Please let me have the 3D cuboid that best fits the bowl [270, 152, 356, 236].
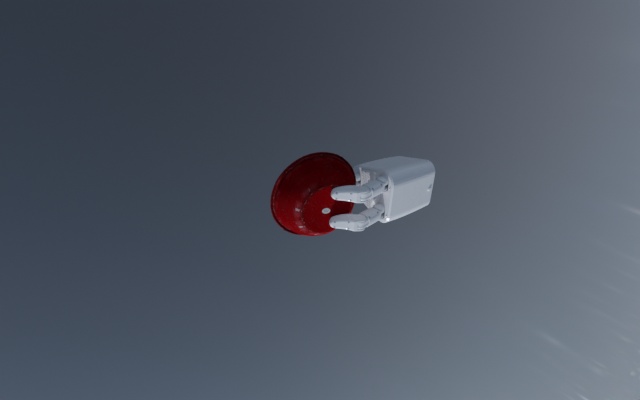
[{"bbox_3d":[-0.001,0.003,0.802,0.162,0.162,0.055,0,29,-28],"label":"bowl"}]
